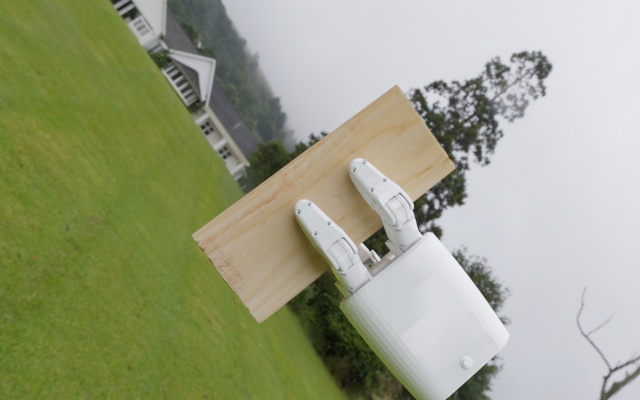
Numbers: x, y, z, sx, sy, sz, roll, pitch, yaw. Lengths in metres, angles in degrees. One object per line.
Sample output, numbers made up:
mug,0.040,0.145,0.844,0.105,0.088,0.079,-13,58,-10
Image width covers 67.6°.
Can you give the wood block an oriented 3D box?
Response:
wood block,0.000,0.002,0.424,0.206,0.090,0.091,-37,4,-9
